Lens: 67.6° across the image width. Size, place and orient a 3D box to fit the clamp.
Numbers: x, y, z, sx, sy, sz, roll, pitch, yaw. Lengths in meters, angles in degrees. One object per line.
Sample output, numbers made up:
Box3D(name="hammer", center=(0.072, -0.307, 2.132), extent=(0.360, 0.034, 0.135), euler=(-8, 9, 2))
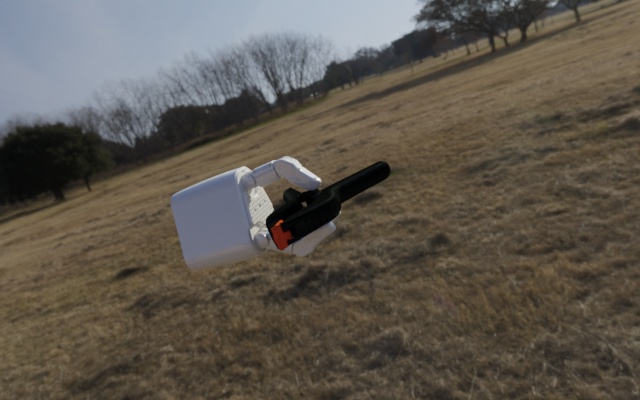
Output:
Box3D(name="clamp", center=(-0.001, 0.001, 0.591), extent=(0.164, 0.036, 0.210), euler=(-18, 12, 19))
